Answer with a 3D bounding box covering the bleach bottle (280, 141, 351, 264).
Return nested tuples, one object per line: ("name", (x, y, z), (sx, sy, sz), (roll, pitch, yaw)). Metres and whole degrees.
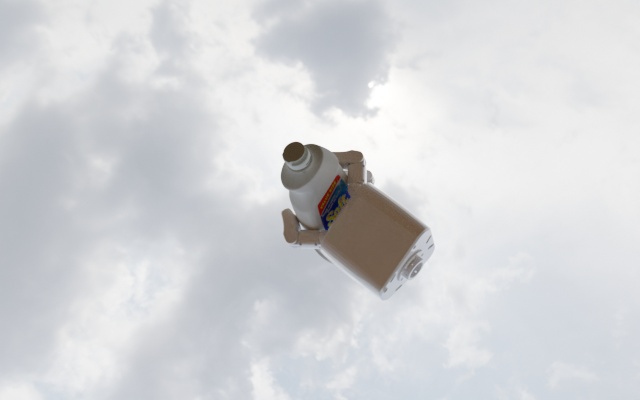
("bleach bottle", (0.000, 0.002, 0.662), (0.068, 0.102, 0.251), (38, -9, 30))
